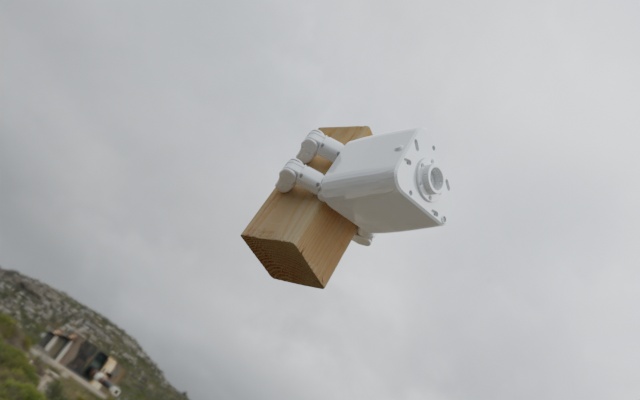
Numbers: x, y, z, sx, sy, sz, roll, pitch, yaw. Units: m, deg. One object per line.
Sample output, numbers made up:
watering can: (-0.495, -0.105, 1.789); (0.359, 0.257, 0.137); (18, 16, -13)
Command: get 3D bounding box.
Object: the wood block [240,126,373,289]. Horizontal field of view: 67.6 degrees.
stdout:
wood block: (0.001, 0.002, 0.630); (0.090, 0.206, 0.091); (4, -42, 37)
